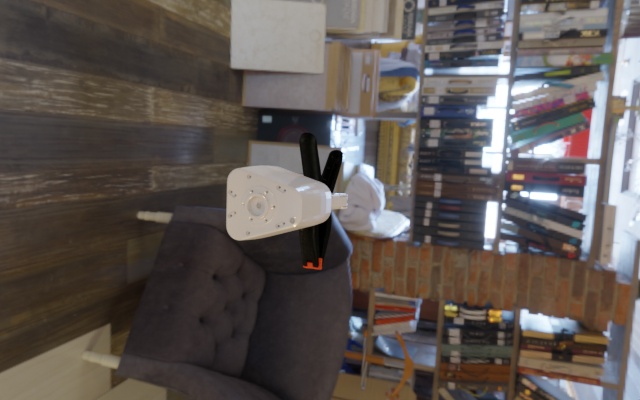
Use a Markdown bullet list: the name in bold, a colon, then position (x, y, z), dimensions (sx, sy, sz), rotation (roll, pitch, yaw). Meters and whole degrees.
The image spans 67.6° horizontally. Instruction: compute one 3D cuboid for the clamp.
- **clamp**: position (0.001, 0.003, 0.767), dimensions (0.036, 0.210, 0.164), rotation (5, 5, 20)
